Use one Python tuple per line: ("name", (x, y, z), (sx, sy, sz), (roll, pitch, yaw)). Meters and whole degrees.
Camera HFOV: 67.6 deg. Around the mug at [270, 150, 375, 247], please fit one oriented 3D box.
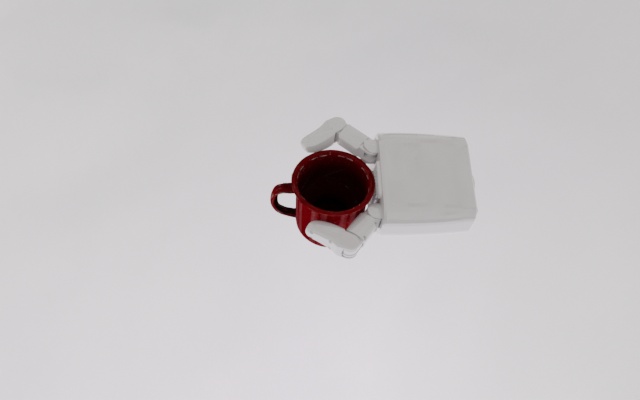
("mug", (-0.001, 0.002, 0.558), (0.117, 0.093, 0.082), (0, -36, -4))
